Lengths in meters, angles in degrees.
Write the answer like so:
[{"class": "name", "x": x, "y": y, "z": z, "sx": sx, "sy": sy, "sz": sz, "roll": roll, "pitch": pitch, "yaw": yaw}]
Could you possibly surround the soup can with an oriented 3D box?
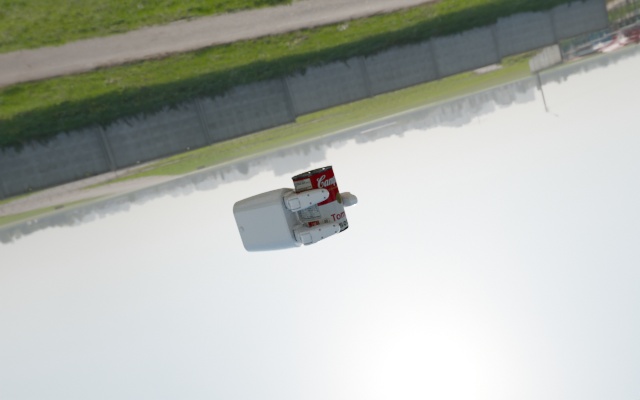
[{"class": "soup can", "x": 0.001, "y": 0.003, "z": 0.753, "sx": 0.068, "sy": 0.102, "sz": 0.068, "roll": -16, "pitch": 7, "yaw": 2}]
